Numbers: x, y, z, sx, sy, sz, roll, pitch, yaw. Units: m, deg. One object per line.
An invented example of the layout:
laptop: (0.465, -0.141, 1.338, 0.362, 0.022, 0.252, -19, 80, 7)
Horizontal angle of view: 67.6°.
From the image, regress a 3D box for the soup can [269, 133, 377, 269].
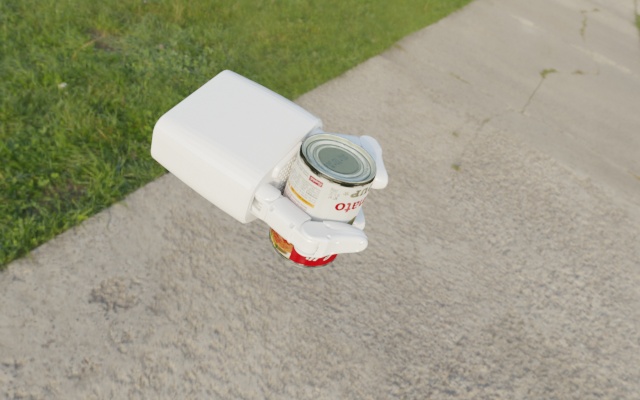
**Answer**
soup can: (0.001, 0.001, 0.416, 0.068, 0.102, 0.068, 14, 39, -12)
